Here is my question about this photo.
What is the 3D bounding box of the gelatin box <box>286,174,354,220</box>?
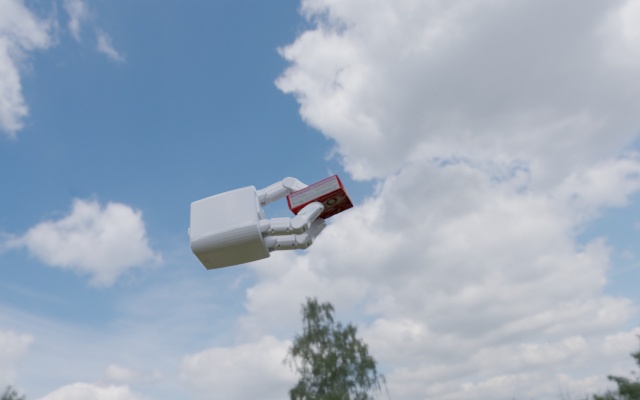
[{"bbox_3d":[0.000,0.002,0.755,0.089,0.030,0.073,-23,-30,8],"label":"gelatin box"}]
